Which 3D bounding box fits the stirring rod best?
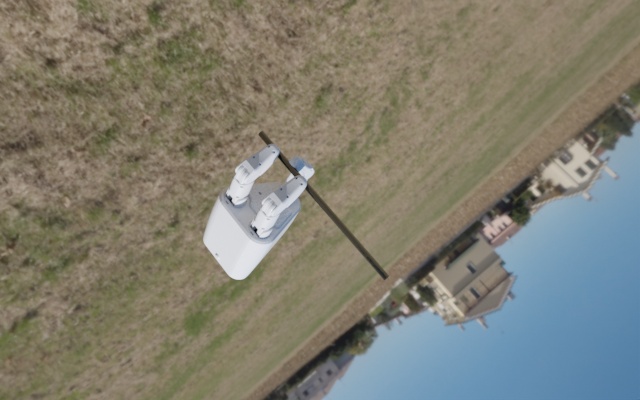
[{"bbox_3d":[0.000,0.002,0.581,0.011,0.239,0.011,-38,-15,-12],"label":"stirring rod"}]
